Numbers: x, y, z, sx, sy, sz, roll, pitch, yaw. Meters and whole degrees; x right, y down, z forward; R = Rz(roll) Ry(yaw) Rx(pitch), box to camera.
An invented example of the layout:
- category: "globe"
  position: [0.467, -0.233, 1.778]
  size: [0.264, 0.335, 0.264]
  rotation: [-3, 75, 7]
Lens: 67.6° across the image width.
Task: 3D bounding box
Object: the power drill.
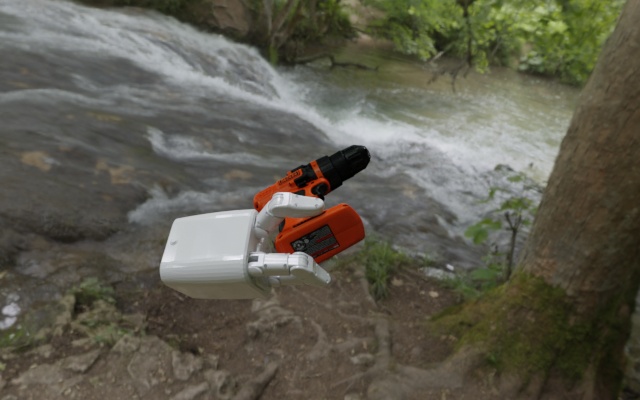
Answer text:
- category: "power drill"
  position: [0.000, 0.002, 0.633]
  size: [0.184, 0.057, 0.187]
  rotation: [-29, 25, 4]
